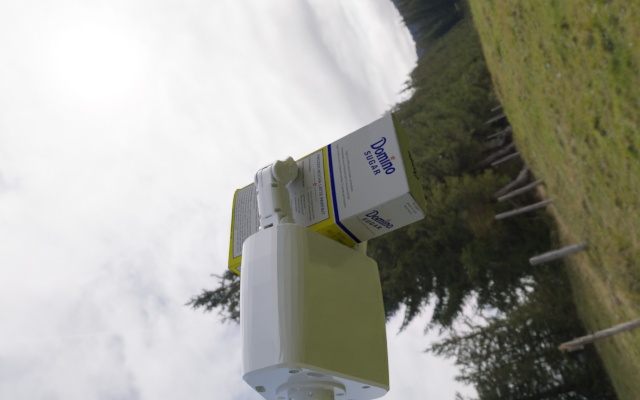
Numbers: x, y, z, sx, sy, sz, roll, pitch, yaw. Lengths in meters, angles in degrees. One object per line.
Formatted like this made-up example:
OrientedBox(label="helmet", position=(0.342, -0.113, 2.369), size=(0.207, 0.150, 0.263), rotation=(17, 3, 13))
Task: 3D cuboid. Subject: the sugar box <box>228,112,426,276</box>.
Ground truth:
OrientedBox(label="sugar box", position=(0.000, 0.002, 0.425), size=(0.176, 0.093, 0.048), rotation=(-22, -41, 21))
